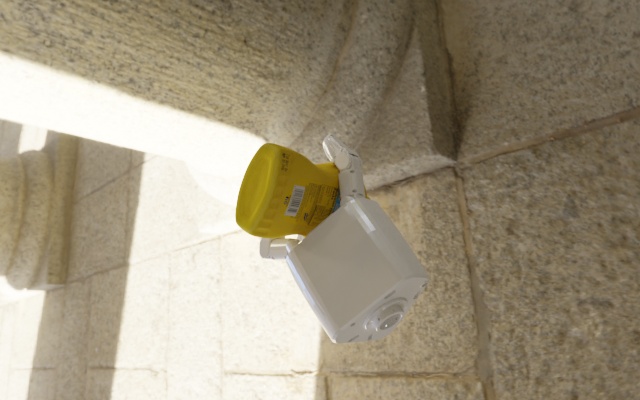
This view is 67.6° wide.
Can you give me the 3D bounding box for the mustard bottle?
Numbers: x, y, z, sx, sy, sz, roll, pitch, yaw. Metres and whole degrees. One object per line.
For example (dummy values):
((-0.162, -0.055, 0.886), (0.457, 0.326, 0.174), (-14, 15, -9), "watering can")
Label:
((0.000, 0.002, 0.547), (0.191, 0.096, 0.058), (12, 9, -44), "mustard bottle")
